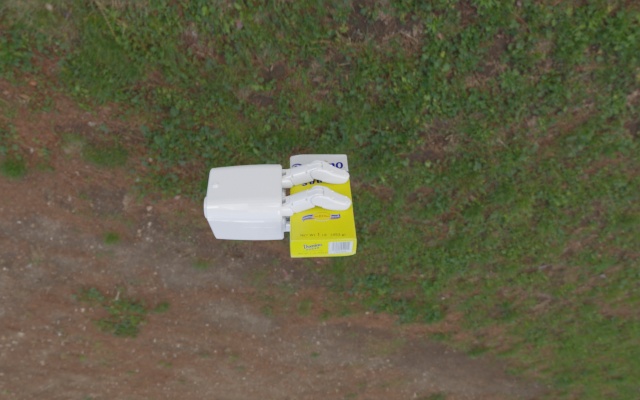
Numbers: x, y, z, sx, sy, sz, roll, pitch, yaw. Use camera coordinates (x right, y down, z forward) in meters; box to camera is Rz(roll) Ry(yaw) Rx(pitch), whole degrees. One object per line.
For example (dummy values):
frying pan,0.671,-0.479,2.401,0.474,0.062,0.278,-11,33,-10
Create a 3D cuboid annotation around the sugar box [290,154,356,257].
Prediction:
sugar box,0.000,0.002,0.718,0.093,0.176,0.048,-1,-41,-3
